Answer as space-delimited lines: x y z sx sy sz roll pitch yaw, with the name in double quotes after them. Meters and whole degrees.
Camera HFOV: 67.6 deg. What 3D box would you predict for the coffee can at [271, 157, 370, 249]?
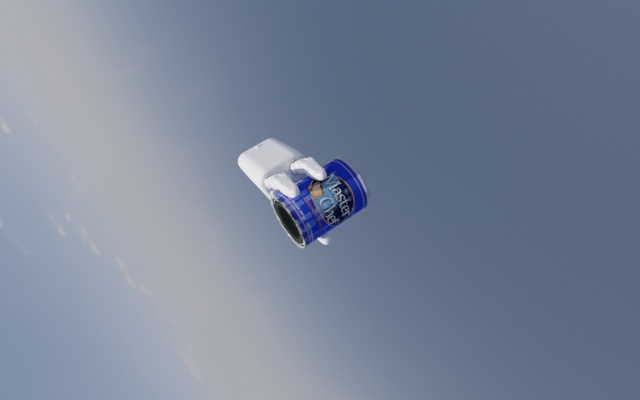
0.000 0.003 0.827 0.140 0.103 0.103 -32 11 -18 "coffee can"
